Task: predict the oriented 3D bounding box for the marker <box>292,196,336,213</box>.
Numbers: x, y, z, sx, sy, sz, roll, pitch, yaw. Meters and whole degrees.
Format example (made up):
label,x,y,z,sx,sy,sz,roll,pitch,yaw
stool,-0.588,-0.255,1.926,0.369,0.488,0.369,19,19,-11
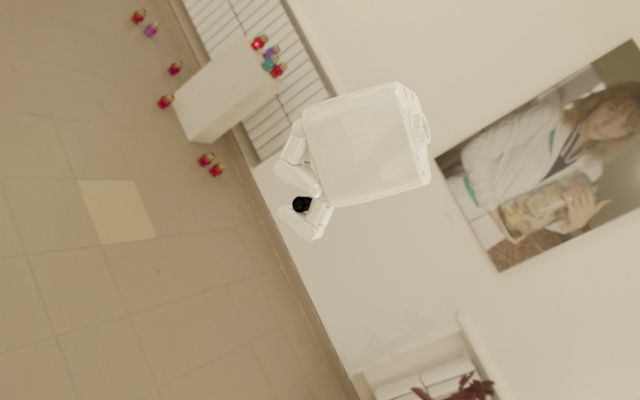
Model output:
label,x,y,z,sx,sy,sz,roll,pitch,yaw
marker,0.000,0.002,0.579,0.020,0.020,0.121,0,3,26
